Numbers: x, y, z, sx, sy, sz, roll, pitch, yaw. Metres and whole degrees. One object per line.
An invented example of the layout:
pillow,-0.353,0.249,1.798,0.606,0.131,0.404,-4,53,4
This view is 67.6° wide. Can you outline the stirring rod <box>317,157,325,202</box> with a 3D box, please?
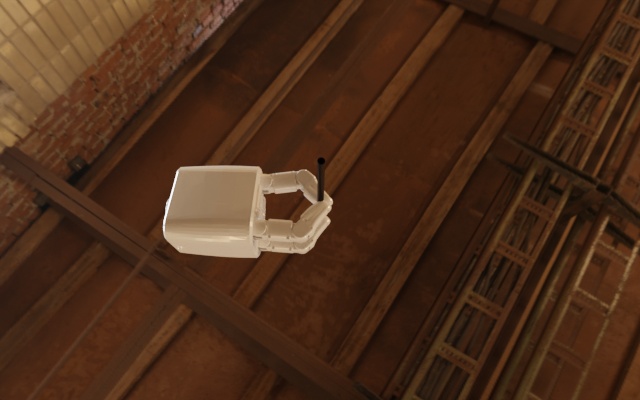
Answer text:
stirring rod,0.000,0.002,0.590,0.011,0.011,0.240,0,-20,0
